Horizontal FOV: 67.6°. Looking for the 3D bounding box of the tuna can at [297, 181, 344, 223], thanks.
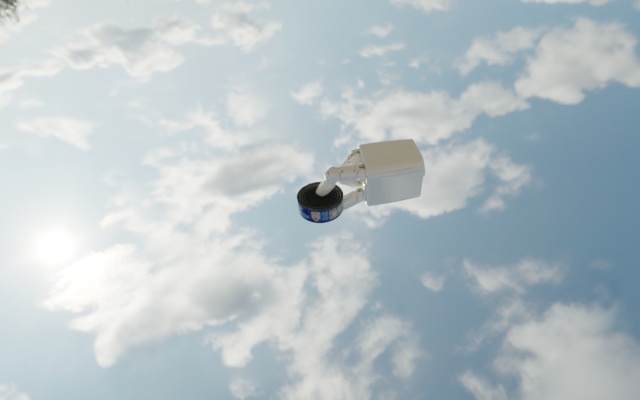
[{"bbox_3d":[0.000,0.003,0.883,0.086,0.034,0.086,-3,39,2],"label":"tuna can"}]
